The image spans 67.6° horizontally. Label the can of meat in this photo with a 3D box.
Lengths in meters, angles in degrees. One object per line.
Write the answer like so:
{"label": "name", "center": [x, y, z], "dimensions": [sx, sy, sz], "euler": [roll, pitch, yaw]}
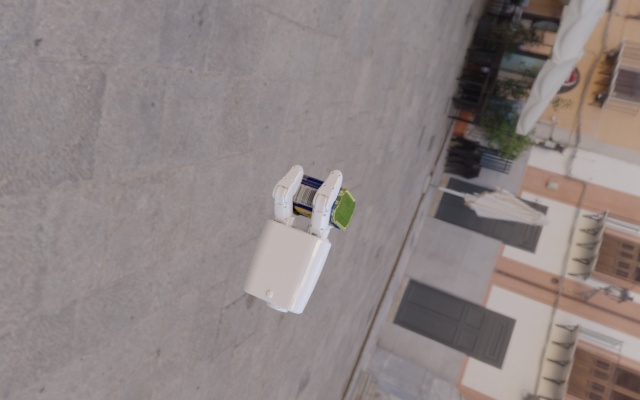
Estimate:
{"label": "can of meat", "center": [0.000, 0.002, 0.706], "dimensions": [0.084, 0.057, 0.102], "euler": [19, -8, 18]}
